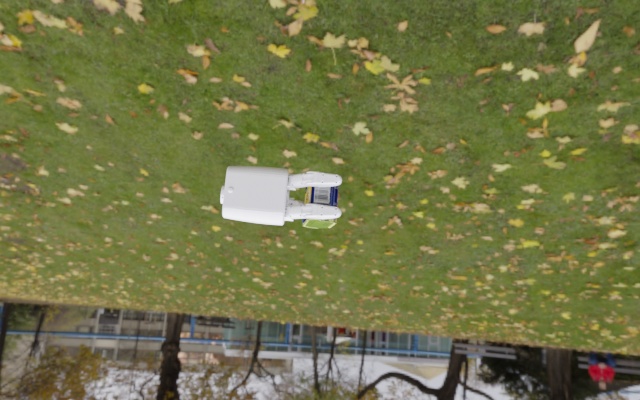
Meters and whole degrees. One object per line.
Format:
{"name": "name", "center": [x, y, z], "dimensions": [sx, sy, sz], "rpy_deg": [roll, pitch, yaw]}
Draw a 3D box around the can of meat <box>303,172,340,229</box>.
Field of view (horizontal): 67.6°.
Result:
{"name": "can of meat", "center": [0.000, 0.003, 0.850], "dimensions": [0.057, 0.084, 0.102], "rpy_deg": [6, -12, -7]}
